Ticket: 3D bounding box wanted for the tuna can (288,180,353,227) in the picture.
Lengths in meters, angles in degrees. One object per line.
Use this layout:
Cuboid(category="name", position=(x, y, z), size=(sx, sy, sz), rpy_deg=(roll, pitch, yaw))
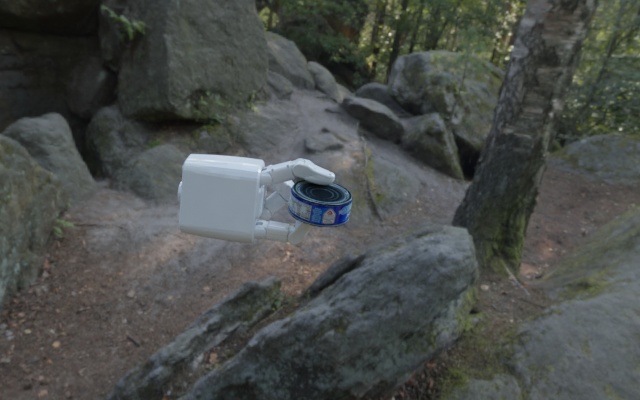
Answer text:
Cuboid(category="tuna can", position=(0.000, 0.002, 0.651), size=(0.086, 0.034, 0.086), rpy_deg=(9, 24, -4))
